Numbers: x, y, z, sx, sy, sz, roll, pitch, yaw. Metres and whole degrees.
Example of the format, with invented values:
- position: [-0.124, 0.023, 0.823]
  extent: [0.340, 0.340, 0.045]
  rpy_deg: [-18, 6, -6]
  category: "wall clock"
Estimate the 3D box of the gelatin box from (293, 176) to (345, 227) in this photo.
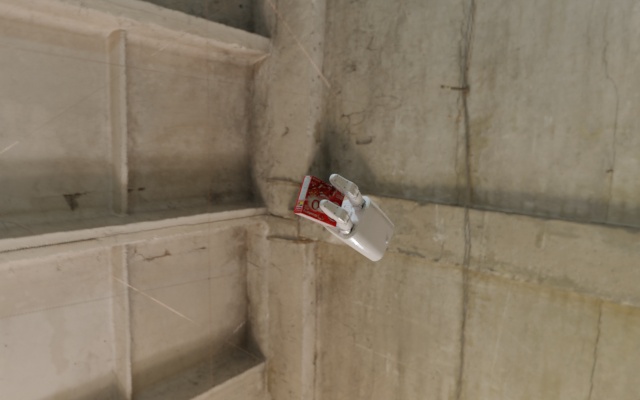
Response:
- position: [0.000, 0.003, 0.892]
  extent: [0.089, 0.073, 0.030]
  rpy_deg: [24, -13, -35]
  category: "gelatin box"
